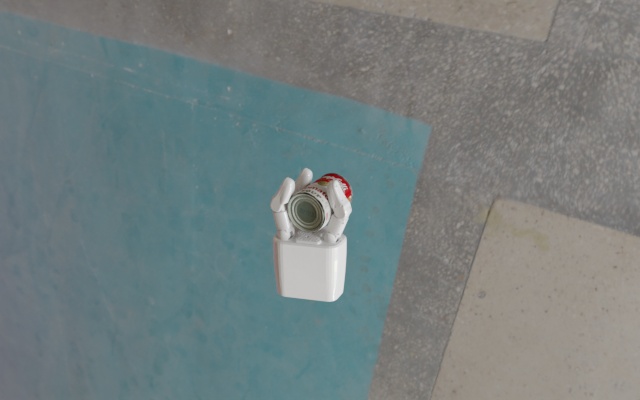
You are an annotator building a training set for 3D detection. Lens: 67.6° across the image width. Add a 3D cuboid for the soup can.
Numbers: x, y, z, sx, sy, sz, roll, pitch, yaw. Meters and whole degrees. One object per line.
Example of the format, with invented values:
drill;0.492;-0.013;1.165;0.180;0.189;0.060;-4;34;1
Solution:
soup can;0.000;0.002;0.770;0.068;0.068;0.102;0;20;30
